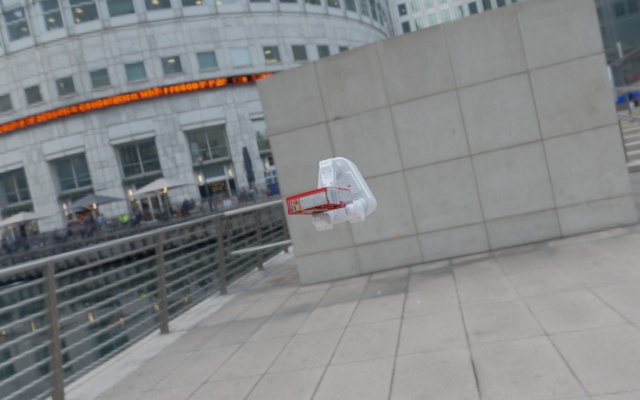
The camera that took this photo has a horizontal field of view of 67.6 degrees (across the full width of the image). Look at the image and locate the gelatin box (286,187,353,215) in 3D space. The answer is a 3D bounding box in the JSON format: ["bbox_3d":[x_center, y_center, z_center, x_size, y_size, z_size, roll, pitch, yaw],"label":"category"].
[{"bbox_3d":[0.000,0.002,0.743,0.073,0.030,0.089,-14,-8,26],"label":"gelatin box"}]
